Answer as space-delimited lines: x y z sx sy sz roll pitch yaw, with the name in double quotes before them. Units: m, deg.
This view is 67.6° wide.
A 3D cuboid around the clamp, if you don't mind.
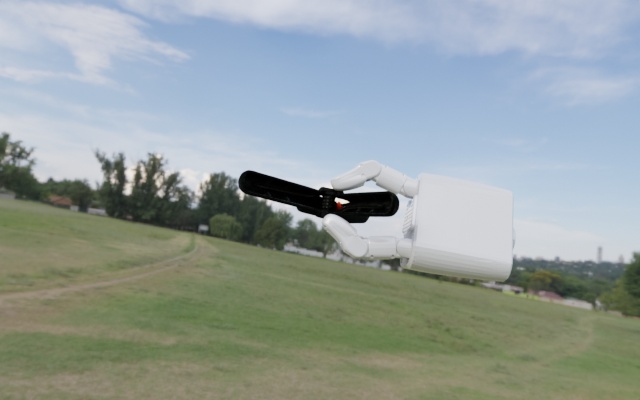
"clamp" 0.000 0.001 0.562 0.164 0.036 0.210 11 -6 4
